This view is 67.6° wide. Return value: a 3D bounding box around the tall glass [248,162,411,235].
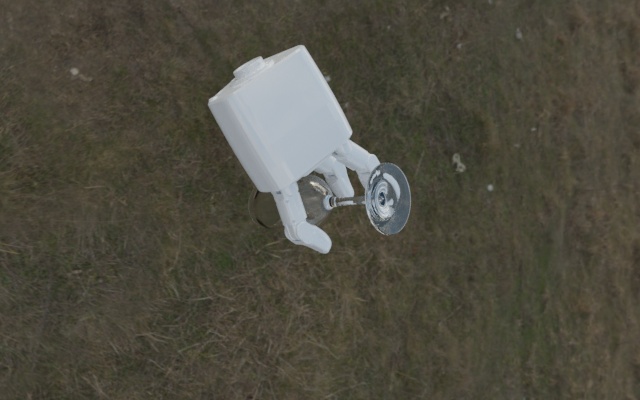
[{"bbox_3d":[0.001,0.002,0.554,0.079,0.079,0.201,0,-3,-45],"label":"tall glass"}]
